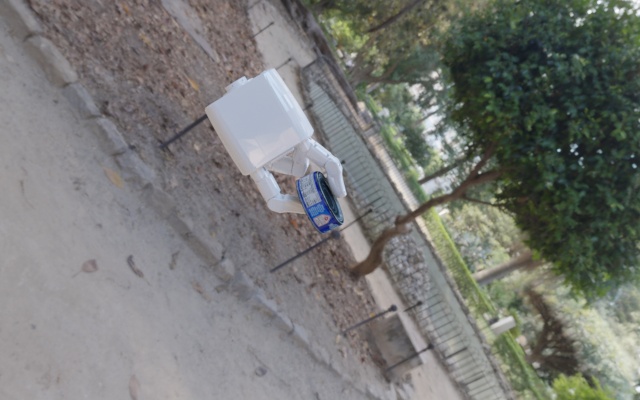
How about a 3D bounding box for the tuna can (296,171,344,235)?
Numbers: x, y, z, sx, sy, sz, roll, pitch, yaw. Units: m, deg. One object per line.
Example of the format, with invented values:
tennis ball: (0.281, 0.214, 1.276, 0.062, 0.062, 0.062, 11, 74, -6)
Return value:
tuna can: (0.001, 0.002, 0.671, 0.034, 0.086, 0.086, -25, -6, 12)
